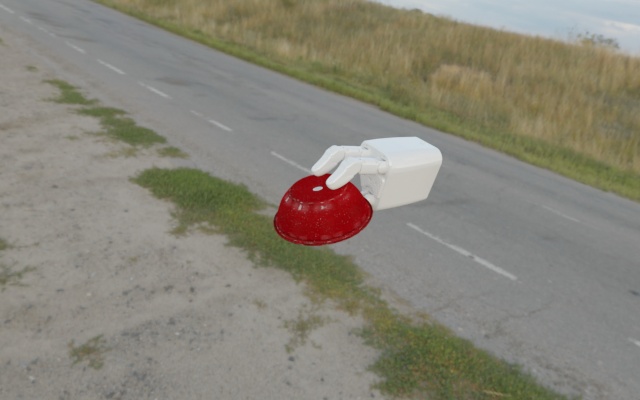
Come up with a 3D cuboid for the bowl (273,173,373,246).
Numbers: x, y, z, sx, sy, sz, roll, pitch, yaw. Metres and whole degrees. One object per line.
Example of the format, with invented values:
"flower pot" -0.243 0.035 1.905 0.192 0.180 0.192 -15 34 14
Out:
"bowl" -0.001 0.003 0.753 0.162 0.055 0.162 -7 31 4
